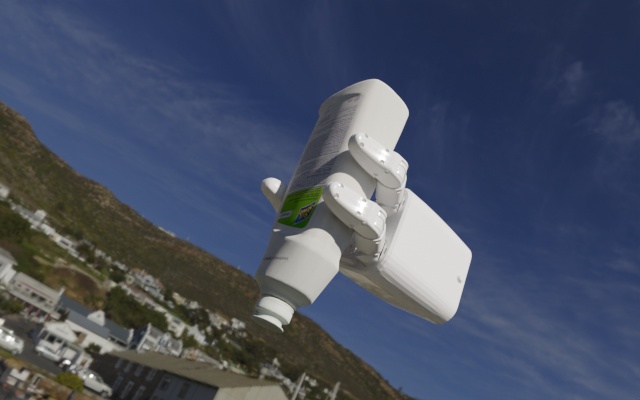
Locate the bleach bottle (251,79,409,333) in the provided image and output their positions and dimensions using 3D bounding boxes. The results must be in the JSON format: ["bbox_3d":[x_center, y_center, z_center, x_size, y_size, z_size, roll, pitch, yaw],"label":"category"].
[{"bbox_3d":[0.000,0.001,0.447,0.068,0.250,0.102,39,-31,-24],"label":"bleach bottle"}]
